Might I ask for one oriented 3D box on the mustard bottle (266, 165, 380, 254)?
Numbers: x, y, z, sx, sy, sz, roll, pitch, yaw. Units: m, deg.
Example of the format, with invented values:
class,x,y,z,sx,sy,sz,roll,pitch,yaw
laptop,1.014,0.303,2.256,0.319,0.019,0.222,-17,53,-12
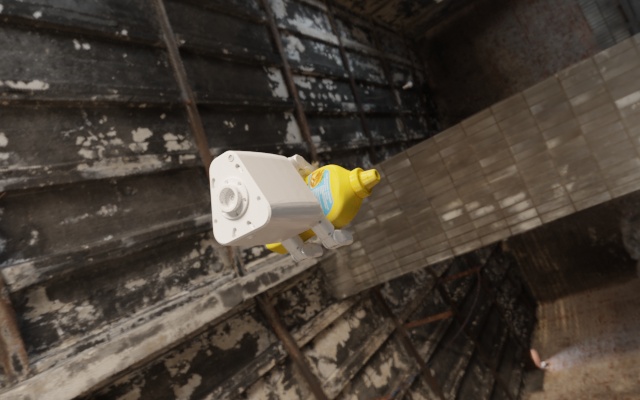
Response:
class,x,y,z,sx,sy,sz,roll,pitch,yaw
mustard bottle,0.000,0.002,0.687,0.192,0.096,0.058,-26,-38,28
